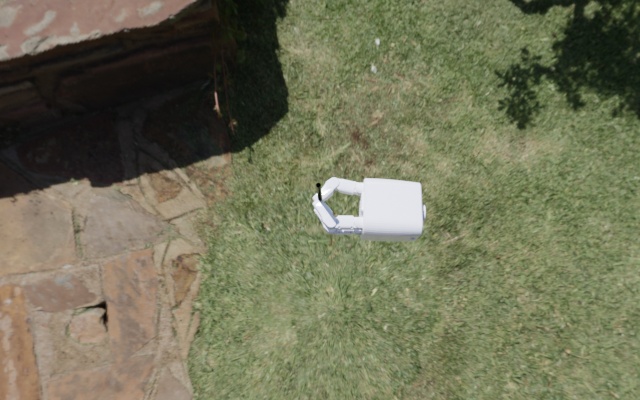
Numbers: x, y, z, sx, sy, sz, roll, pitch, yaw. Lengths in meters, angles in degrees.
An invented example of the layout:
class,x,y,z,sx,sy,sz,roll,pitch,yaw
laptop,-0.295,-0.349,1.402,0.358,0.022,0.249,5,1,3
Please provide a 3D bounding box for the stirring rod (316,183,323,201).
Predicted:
class,x,y,z,sx,sy,sz,roll,pitch,yaw
stirring rod,0.000,0.003,0.882,0.011,0.011,0.239,0,-13,2
